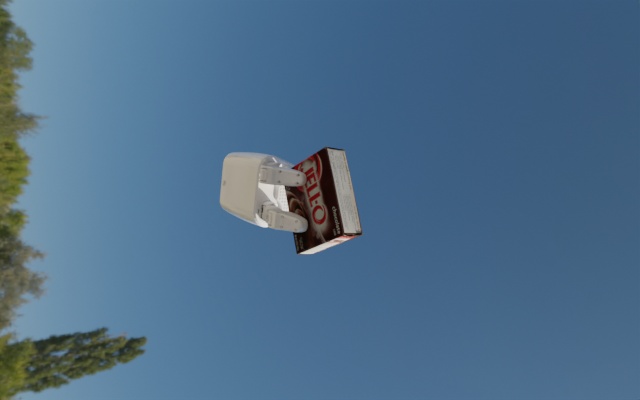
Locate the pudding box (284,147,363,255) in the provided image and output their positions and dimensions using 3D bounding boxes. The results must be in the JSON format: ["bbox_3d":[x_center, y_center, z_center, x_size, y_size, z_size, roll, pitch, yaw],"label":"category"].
[{"bbox_3d":[0.000,0.002,0.592,0.039,0.113,0.090,-1,-18,-41],"label":"pudding box"}]
